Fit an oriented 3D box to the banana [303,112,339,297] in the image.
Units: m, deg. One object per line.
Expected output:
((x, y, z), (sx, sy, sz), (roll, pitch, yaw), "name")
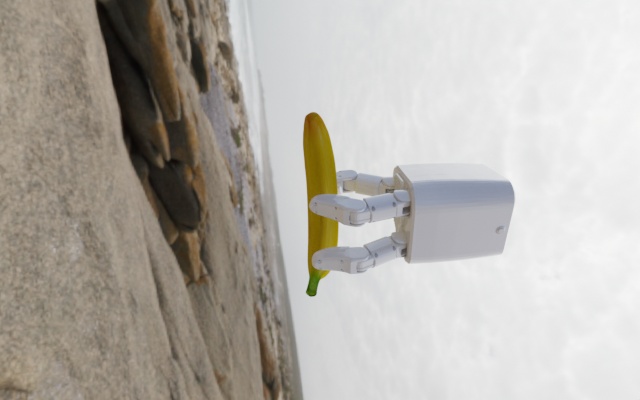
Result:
((0.001, 0.002, 0.531), (0.037, 0.198, 0.069), (-1, 10, 3), "banana")
